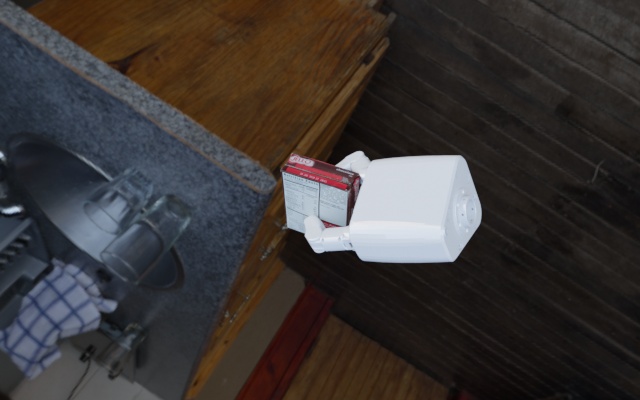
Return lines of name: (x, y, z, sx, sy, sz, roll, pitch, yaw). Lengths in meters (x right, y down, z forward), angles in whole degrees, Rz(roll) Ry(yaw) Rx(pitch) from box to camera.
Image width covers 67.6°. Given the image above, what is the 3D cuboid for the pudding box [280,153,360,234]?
pudding box: (0.000, 0.002, 0.597, 0.090, 0.114, 0.039, 19, 49, 17)
